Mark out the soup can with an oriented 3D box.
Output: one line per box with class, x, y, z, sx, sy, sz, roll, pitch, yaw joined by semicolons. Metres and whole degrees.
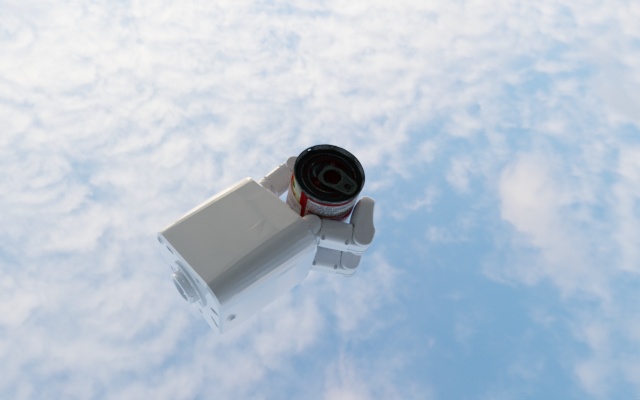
soup can;0.000;0.001;0.483;0.068;0.068;0.102;0;-33;-12
